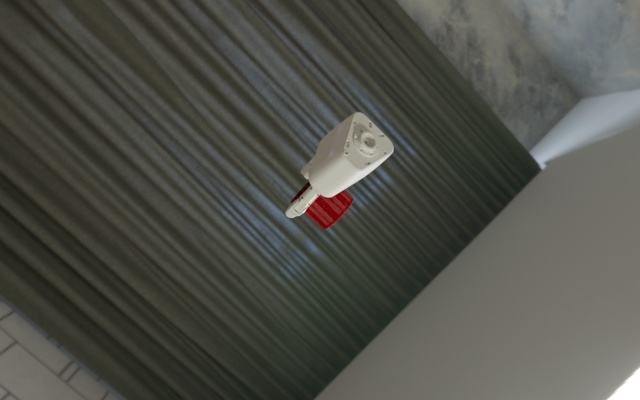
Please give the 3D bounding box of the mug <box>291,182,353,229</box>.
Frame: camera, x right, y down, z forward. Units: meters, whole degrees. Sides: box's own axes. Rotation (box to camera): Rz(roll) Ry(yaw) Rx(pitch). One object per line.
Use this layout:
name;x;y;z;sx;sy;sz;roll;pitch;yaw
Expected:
mug;0.000;0.004;0.893;0.093;0.081;0.117;-51;8;-35
